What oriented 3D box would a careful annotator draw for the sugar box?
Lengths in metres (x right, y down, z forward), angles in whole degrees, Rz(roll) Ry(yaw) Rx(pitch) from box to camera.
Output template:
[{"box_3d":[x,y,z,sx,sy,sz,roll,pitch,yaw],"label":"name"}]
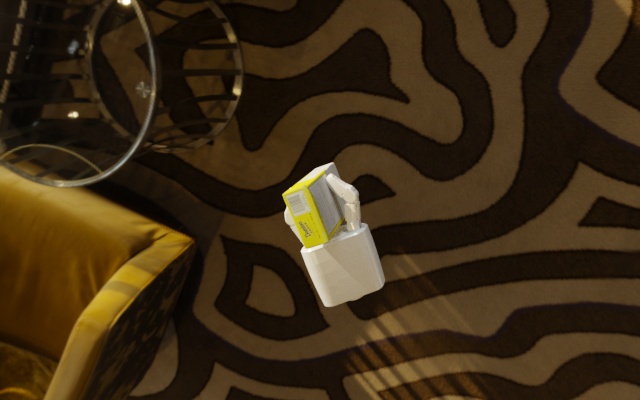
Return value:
[{"box_3d":[0.000,0.003,0.776,0.048,0.093,0.176,-19,9,17],"label":"sugar box"}]
